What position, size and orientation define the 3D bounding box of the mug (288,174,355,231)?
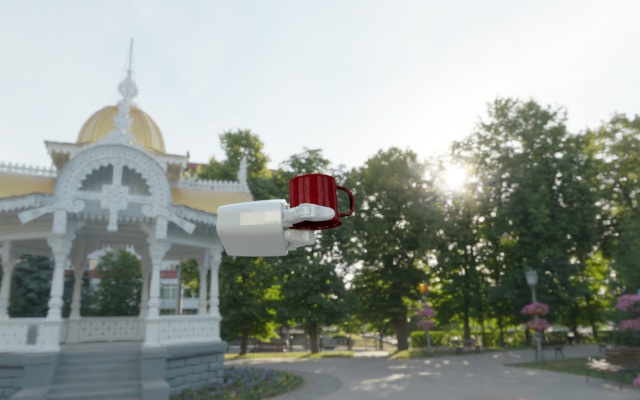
[{"bbox_3d":[0.002,0.002,0.816,0.117,0.081,0.093,-3,-14,-1],"label":"mug"}]
